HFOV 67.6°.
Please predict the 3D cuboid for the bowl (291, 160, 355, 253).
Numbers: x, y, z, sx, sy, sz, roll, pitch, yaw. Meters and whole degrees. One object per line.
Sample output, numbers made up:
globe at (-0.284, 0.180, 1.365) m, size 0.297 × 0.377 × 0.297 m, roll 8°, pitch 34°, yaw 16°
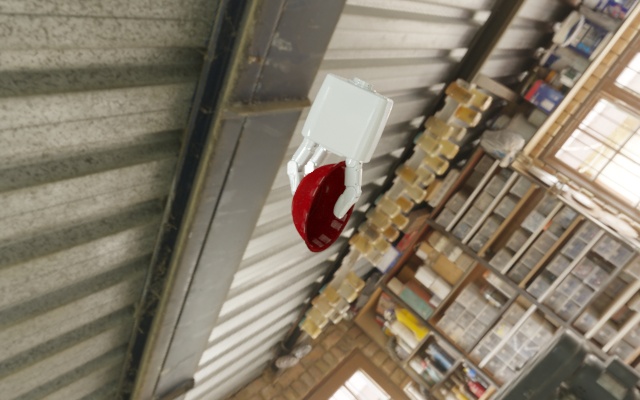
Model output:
bowl at (-0.001, 0.004, 0.794) m, size 0.055 × 0.162 × 0.162 m, roll 22°, pitch 10°, yaw 27°
